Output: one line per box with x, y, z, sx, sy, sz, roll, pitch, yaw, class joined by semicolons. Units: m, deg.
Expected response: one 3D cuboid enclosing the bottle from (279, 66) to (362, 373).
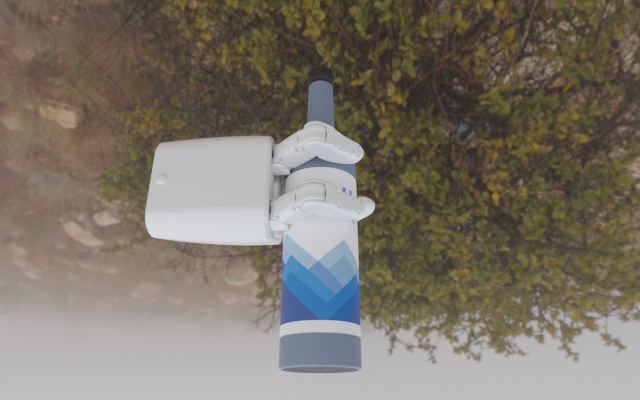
0.000;0.002;0.442;0.069;0.295;0.069;0;-24;0;bottle
